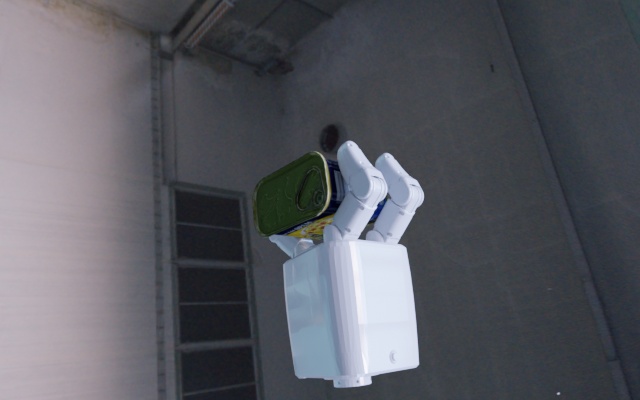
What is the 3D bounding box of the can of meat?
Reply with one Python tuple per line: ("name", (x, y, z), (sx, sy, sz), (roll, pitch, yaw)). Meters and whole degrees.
("can of meat", (0.000, 0.001, 0.450), (0.084, 0.057, 0.102), (11, -26, -43))
